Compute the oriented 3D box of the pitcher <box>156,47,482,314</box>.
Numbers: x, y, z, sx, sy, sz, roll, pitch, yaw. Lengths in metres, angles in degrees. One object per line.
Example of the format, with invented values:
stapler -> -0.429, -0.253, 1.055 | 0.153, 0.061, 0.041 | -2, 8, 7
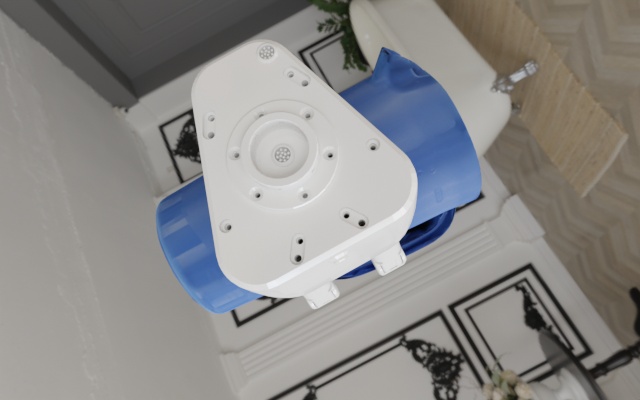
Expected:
pitcher -> 0.000, 0.001, 0.403 | 0.243, 0.149, 0.145 | -28, -9, 0
